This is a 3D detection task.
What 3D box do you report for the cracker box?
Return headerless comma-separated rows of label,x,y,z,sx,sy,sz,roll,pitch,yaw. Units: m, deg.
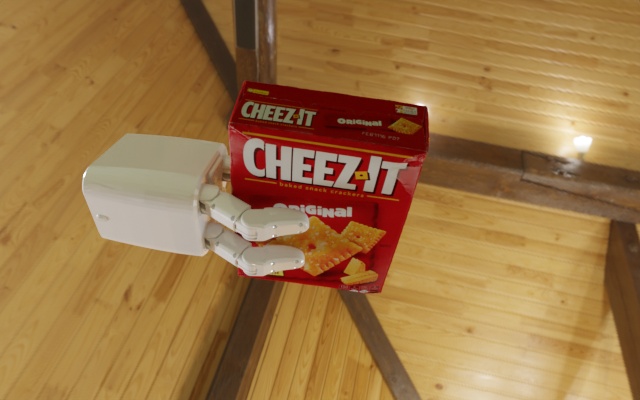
cracker box,0.000,0.002,0.470,0.164,0.072,0.214,8,-43,0
